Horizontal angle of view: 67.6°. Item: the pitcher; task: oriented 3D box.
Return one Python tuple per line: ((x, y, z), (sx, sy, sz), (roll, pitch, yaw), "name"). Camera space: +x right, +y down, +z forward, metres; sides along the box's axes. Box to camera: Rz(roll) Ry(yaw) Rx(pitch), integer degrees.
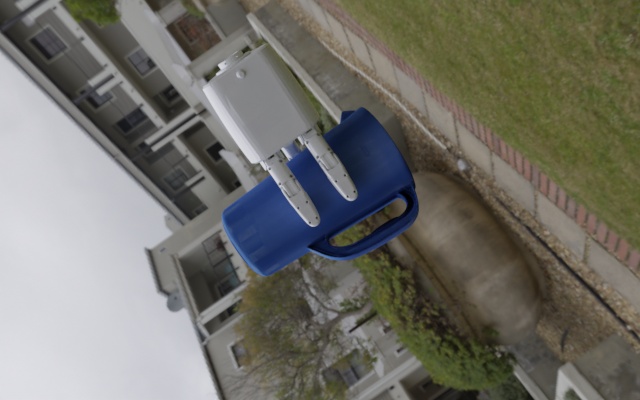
((0.000, 0.002, 0.636), (0.243, 0.145, 0.149), (-34, 23, 0), "pitcher")
